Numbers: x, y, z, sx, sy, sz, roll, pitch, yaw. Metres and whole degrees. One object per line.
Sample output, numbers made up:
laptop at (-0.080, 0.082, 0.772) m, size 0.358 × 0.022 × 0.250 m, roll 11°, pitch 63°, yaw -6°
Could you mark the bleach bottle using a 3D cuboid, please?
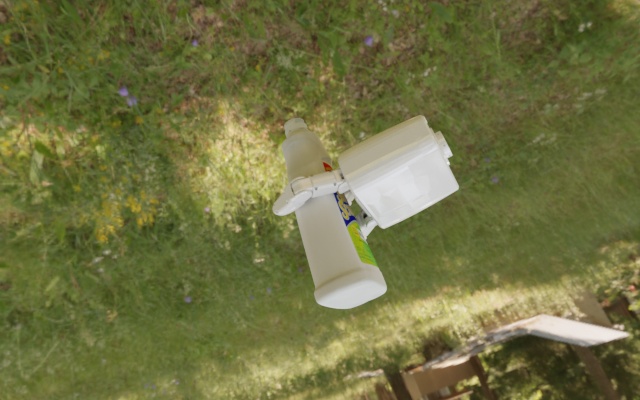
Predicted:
bleach bottle at (0.000, 0.002, 0.584) m, size 0.068 × 0.250 × 0.102 m, roll -28°, pitch -26°, yaw 15°
